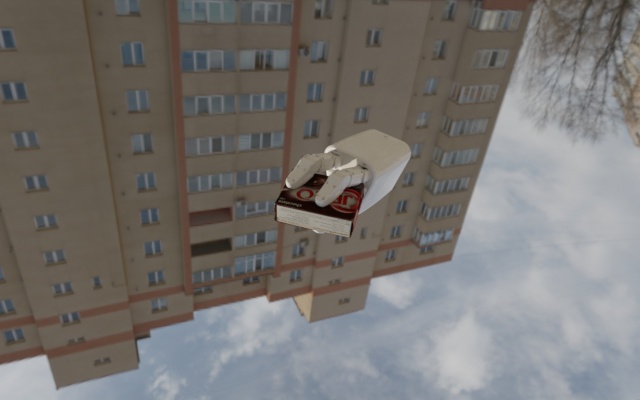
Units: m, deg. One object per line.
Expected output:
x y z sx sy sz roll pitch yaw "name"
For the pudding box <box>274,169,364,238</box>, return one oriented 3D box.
0.000 0.002 0.680 0.113 0.039 0.090 10 37 9 "pudding box"
